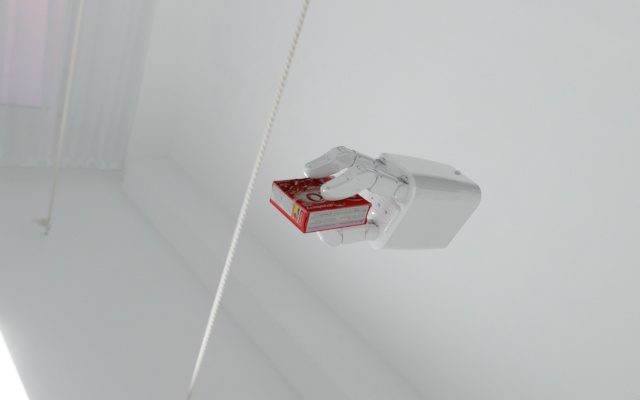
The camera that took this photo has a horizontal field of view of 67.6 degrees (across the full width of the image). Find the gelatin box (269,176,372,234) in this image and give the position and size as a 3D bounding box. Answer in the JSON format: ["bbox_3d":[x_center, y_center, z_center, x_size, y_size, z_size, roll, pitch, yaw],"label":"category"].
[{"bbox_3d":[0.000,0.002,0.528,0.089,0.030,0.073,-7,32,-36],"label":"gelatin box"}]
